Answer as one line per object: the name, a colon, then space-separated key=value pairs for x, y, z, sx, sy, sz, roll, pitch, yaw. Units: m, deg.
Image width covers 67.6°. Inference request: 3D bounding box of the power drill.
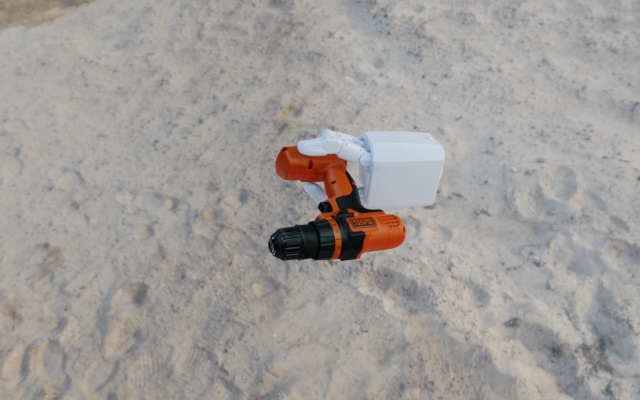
power drill: x=0.000 y=0.002 z=0.645 sx=0.184 sy=0.057 sz=0.187 roll=-3 pitch=45 yaw=-25
